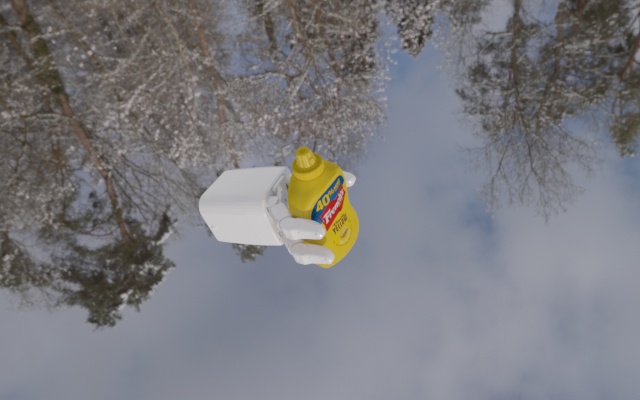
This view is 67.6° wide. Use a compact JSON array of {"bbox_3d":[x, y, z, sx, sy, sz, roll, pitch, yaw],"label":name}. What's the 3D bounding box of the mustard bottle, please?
[{"bbox_3d":[0.000,0.002,0.657,0.058,0.096,0.192,21,-32,34],"label":"mustard bottle"}]
